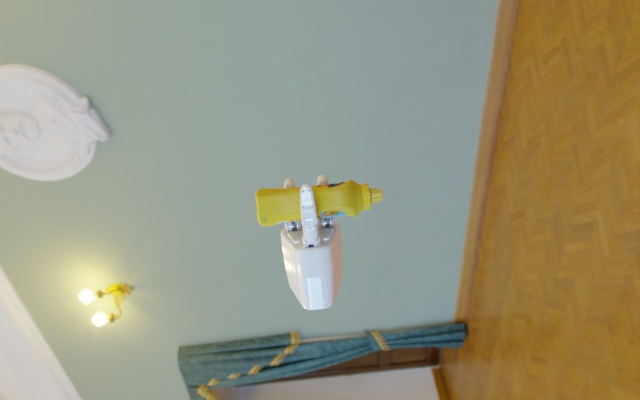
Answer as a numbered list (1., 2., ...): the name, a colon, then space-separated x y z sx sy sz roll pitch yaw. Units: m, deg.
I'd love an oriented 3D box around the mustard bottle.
1. mustard bottle: 0.000 0.002 0.735 0.191 0.058 0.096 -6 -6 -1
